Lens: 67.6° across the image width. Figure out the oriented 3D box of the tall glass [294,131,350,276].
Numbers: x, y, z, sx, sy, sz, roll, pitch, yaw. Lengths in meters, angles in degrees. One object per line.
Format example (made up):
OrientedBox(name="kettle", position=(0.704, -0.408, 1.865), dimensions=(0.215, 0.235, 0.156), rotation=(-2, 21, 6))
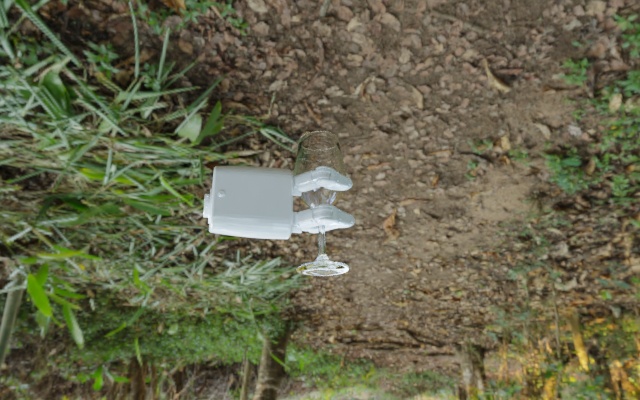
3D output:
OrientedBox(name="tall glass", position=(0.000, 0.003, 0.690), dimensions=(0.079, 0.201, 0.079), rotation=(-1, -22, 0))
